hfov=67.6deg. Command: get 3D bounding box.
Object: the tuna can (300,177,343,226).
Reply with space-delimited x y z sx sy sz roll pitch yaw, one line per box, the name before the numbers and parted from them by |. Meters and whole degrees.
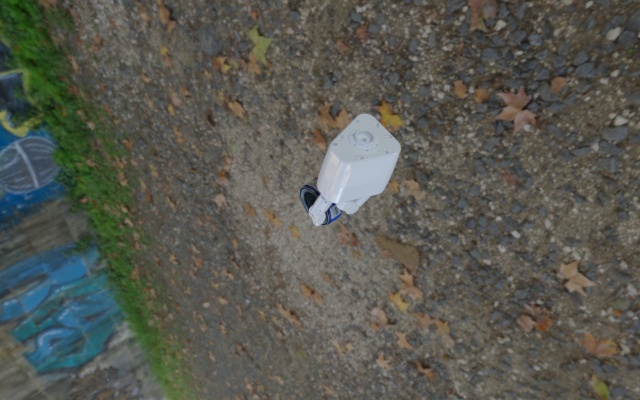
tuna can | 0.000 0.003 0.875 0.033 0.086 0.086 -34 15 -25
